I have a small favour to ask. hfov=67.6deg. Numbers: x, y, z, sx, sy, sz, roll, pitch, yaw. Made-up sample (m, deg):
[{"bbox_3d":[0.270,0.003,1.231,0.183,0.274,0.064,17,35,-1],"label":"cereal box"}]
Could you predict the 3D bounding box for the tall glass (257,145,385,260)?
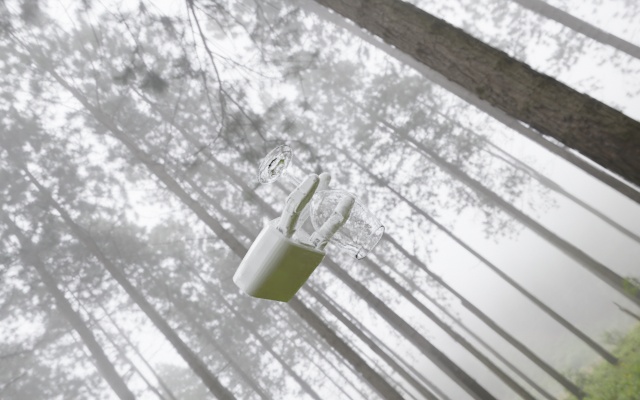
[{"bbox_3d":[0.000,0.002,0.711,0.201,0.079,0.079,39,17,22],"label":"tall glass"}]
